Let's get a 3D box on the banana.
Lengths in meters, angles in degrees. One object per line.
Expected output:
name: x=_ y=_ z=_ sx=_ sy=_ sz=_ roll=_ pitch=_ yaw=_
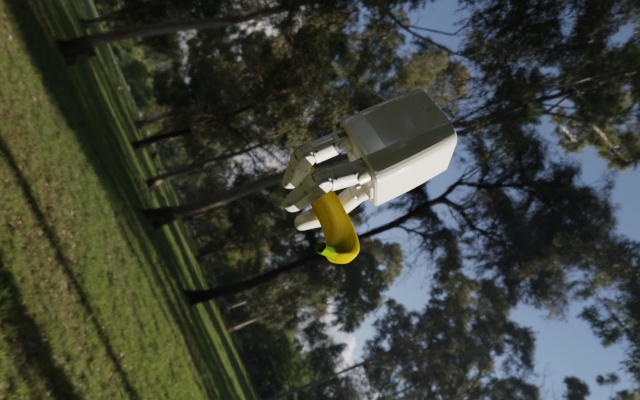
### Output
banana: x=0.010 y=0.017 z=0.558 sx=0.037 sy=0.070 sz=0.197 roll=-31 pitch=30 yaw=7
